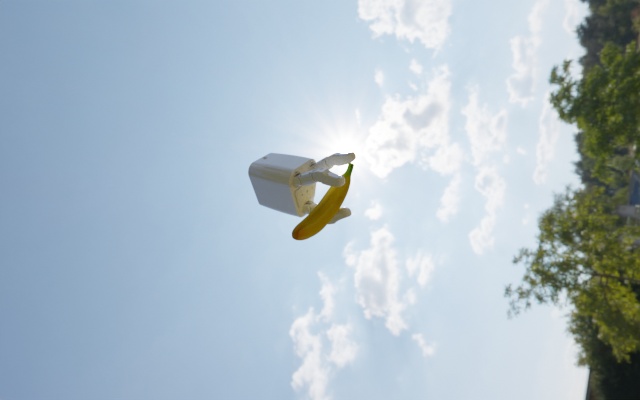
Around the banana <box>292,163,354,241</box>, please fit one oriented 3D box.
[{"bbox_3d":[0.004,0.013,0.869,0.037,0.070,0.197,19,53,25],"label":"banana"}]
